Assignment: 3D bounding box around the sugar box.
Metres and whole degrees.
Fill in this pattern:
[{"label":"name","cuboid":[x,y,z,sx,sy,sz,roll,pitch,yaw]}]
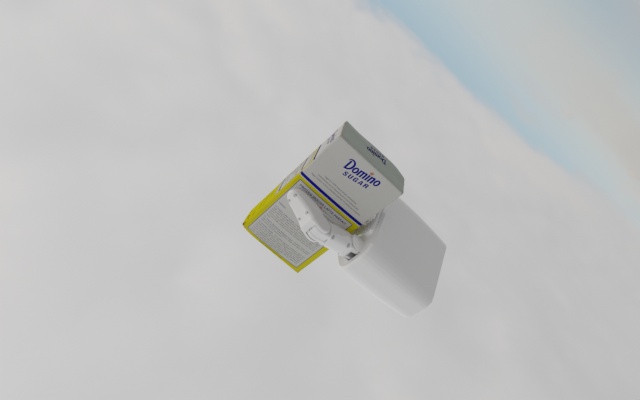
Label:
[{"label":"sugar box","cuboid":[0.000,0.002,0.541,0.176,0.093,0.048,-40,17,30]}]
